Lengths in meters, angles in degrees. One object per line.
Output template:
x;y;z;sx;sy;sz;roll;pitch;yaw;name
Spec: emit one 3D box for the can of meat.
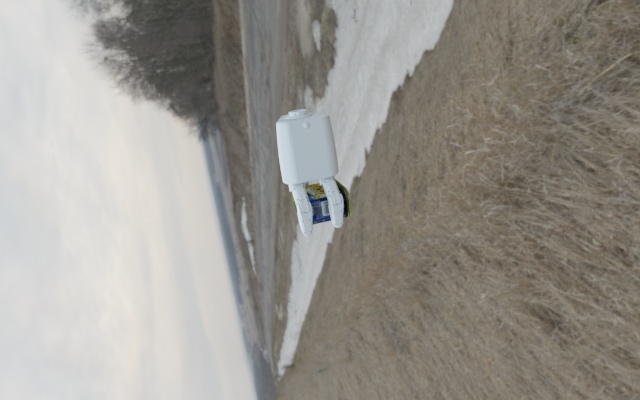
0.000;0.003;0.868;0.084;0.057;0.102;-12;21;-13;can of meat
